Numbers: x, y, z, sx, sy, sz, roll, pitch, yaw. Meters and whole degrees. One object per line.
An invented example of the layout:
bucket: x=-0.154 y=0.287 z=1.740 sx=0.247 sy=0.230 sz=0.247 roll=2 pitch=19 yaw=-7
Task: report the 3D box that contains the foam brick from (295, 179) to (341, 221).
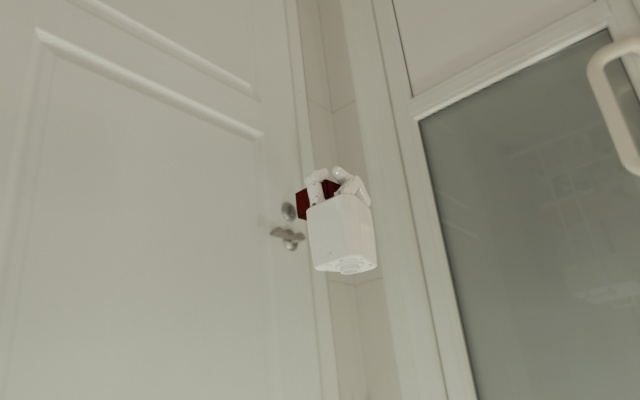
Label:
foam brick: x=0.000 y=0.003 z=0.867 sx=0.078 sy=0.051 sz=0.053 roll=-24 pitch=-28 yaw=35
